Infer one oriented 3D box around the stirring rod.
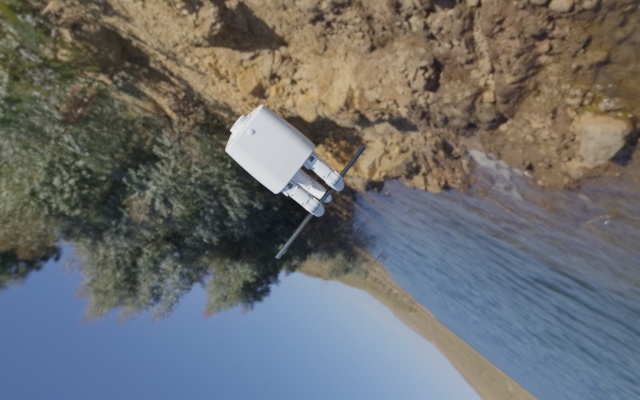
[{"bbox_3d":[0.000,0.003,0.811,0.011,0.239,0.011,38,-2,2],"label":"stirring rod"}]
